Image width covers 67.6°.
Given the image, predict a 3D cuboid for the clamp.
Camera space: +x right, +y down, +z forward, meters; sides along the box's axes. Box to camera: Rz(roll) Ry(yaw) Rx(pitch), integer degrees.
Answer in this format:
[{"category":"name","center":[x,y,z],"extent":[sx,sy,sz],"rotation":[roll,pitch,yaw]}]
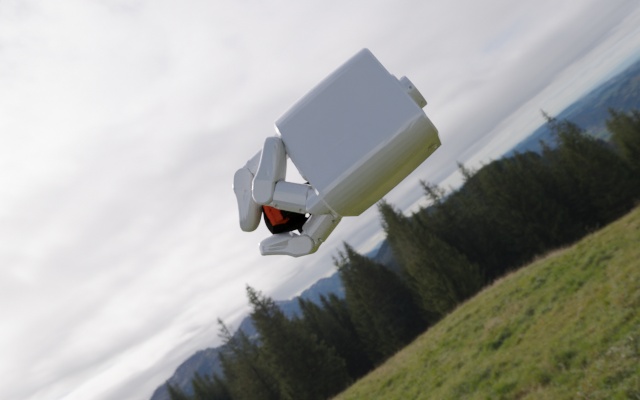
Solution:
[{"category":"clamp","center":[0.000,0.001,0.506],"extent":[0.120,0.039,0.171],"rotation":[-40,-12,12]}]
